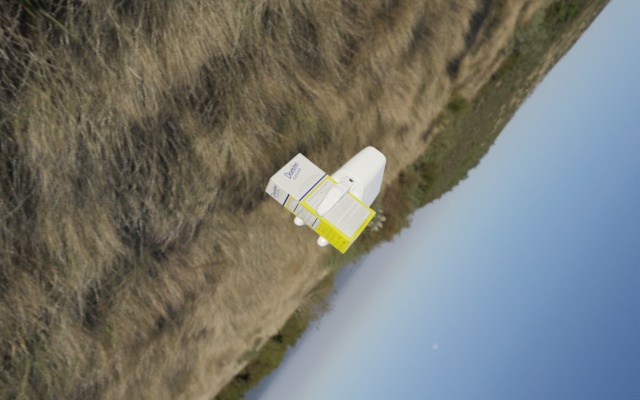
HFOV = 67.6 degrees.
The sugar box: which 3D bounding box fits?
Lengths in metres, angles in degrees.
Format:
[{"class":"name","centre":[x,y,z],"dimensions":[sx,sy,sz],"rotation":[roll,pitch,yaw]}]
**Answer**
[{"class":"sugar box","centre":[0.000,0.003,0.840],"dimensions":[0.093,0.176,0.048],"rotation":[-45,-11,-41]}]
